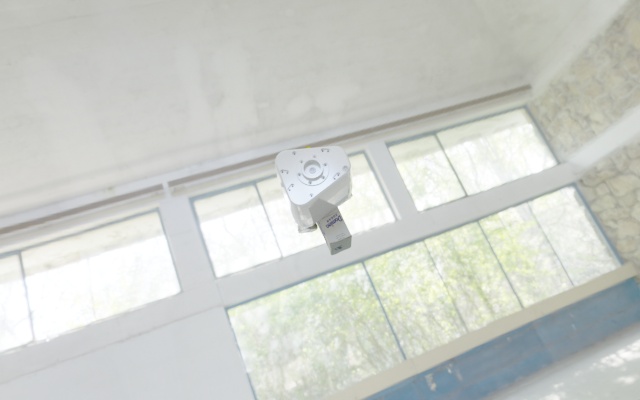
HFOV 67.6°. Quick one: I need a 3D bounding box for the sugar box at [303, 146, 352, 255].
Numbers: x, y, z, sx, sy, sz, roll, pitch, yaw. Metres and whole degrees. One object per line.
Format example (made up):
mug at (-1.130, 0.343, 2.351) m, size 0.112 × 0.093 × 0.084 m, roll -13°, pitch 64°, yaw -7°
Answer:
sugar box at (0.000, 0.003, 0.835) m, size 0.048 × 0.176 × 0.093 m, roll -21°, pitch -17°, yaw -4°
